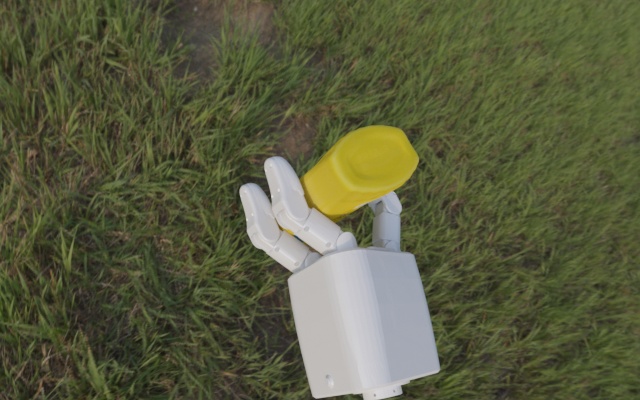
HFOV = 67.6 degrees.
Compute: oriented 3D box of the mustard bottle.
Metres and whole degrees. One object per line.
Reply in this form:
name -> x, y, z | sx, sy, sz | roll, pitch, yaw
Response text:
mustard bottle -> 0.000, 0.001, 0.454 | 0.096, 0.058, 0.192 | -27, -7, -39
